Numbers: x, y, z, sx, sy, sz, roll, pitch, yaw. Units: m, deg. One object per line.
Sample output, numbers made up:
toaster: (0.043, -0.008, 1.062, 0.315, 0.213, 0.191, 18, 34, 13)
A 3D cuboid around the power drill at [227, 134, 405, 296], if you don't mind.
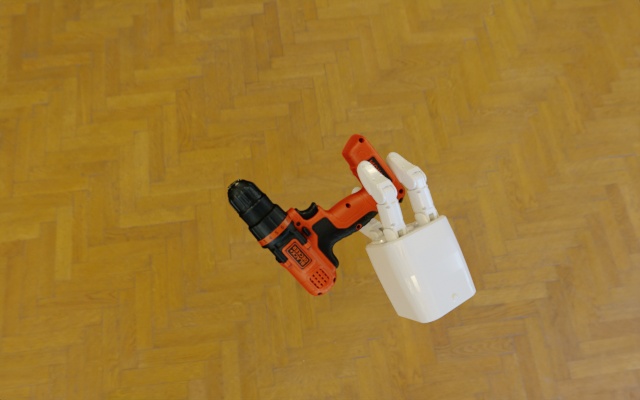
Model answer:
power drill: (0.001, 0.002, 0.614, 0.187, 0.184, 0.057, -42, 14, -5)
